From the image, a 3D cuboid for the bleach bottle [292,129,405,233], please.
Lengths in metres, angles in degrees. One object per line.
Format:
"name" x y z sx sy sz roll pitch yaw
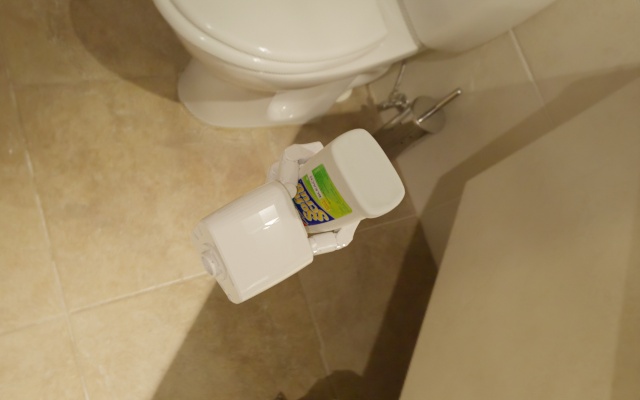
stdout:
"bleach bottle" 0.000 0.002 0.623 0.068 0.102 0.251 -29 -3 -30
